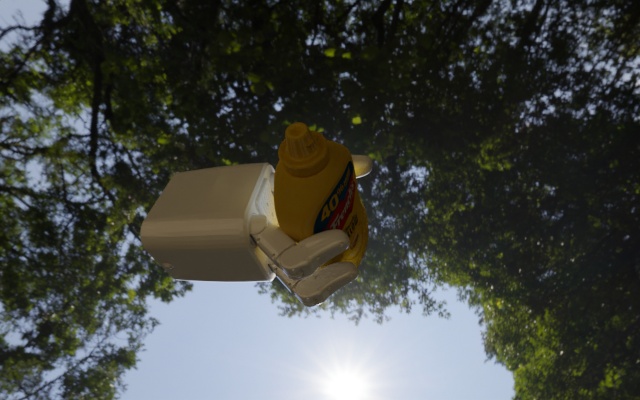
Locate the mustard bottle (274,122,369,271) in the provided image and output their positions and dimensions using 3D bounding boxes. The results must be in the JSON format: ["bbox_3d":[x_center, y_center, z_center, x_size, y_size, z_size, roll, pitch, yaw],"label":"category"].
[{"bbox_3d":[0.000,0.002,0.439,0.058,0.096,0.192,19,-29,26],"label":"mustard bottle"}]
